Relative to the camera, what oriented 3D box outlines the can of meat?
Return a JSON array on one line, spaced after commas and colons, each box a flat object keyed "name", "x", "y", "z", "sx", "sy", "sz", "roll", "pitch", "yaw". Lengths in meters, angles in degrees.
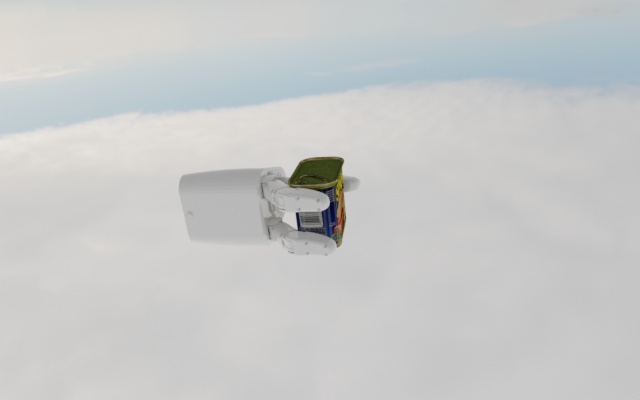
[{"name": "can of meat", "x": 0.000, "y": 0.002, "z": 0.577, "sx": 0.057, "sy": 0.084, "sz": 0.102, "roll": -2, "pitch": 22, "yaw": 10}]
